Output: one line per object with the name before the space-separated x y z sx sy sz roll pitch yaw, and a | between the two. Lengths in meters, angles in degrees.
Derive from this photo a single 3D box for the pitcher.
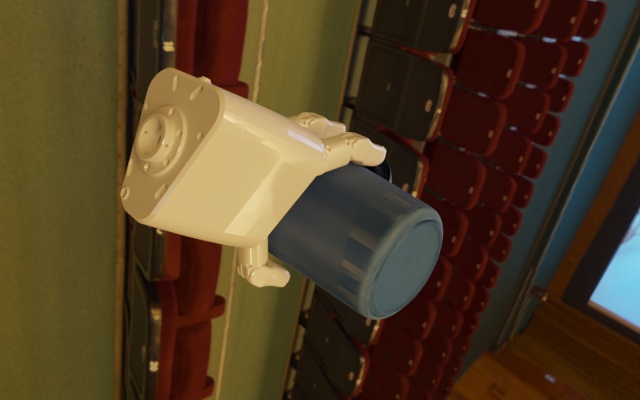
pitcher | 0.000 0.002 0.473 0.242 0.149 0.145 31 7 38
